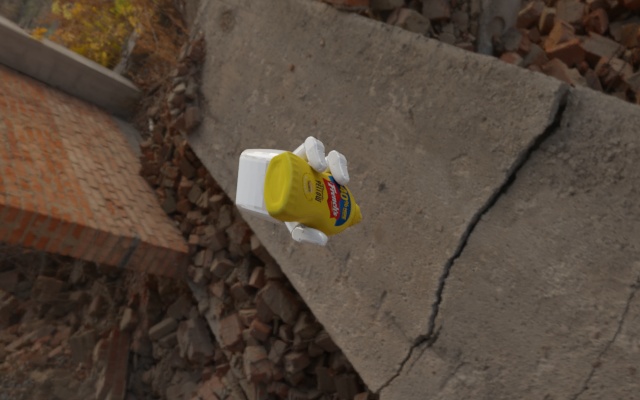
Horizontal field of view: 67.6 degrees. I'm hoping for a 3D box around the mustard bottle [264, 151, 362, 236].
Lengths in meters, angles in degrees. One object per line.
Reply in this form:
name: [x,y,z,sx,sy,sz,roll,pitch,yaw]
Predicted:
mustard bottle: [0.000,0.002,0.729,0.058,0.096,0.192,-19,-29,36]
